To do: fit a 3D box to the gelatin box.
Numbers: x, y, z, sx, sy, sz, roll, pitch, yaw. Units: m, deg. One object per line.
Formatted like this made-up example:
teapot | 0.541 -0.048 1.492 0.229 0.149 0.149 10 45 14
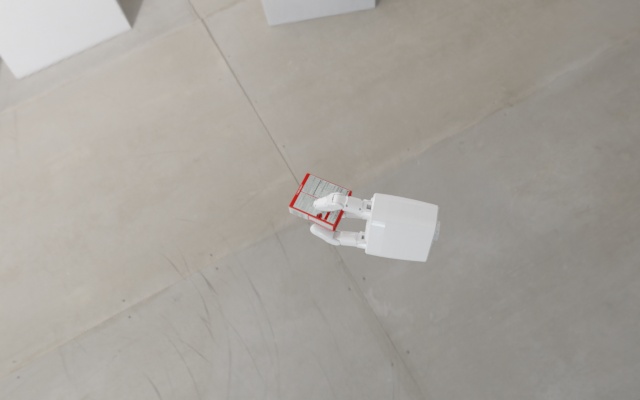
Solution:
gelatin box | 0.000 0.002 0.822 0.089 0.073 0.030 23 -22 10
